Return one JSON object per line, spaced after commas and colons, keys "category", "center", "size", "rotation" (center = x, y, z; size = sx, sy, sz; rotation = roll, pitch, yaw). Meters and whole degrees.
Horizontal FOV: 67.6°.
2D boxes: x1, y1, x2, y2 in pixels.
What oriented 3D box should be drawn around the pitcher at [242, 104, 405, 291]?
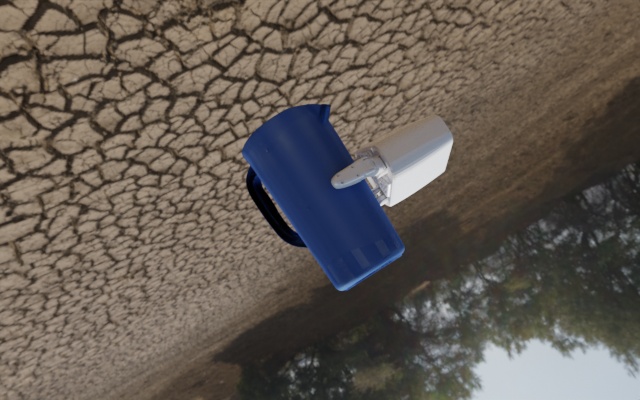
{"category": "pitcher", "center": [0.000, 0.002, 0.664], "size": [0.145, 0.243, 0.149], "rotation": [-30, -11, -13]}
